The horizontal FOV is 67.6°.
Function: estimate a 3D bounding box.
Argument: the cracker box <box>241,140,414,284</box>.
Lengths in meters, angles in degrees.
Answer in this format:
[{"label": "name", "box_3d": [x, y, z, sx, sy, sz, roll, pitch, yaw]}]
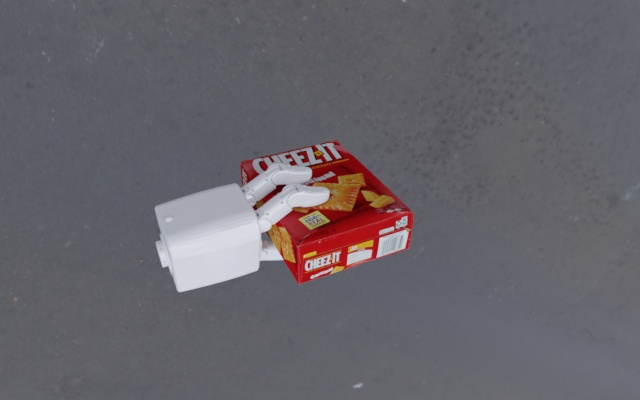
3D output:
[{"label": "cracker box", "box_3d": [0.000, 0.002, 0.660, 0.164, 0.072, 0.213, -15, 39, -21]}]
